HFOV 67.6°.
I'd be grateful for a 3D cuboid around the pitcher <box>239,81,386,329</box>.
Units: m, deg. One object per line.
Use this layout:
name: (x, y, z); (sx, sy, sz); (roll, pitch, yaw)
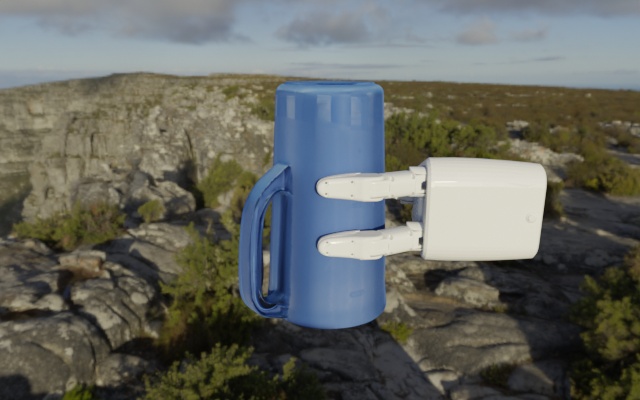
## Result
pitcher: (0.000, 0.002, 0.497); (0.145, 0.243, 0.149); (2, 15, 6)
